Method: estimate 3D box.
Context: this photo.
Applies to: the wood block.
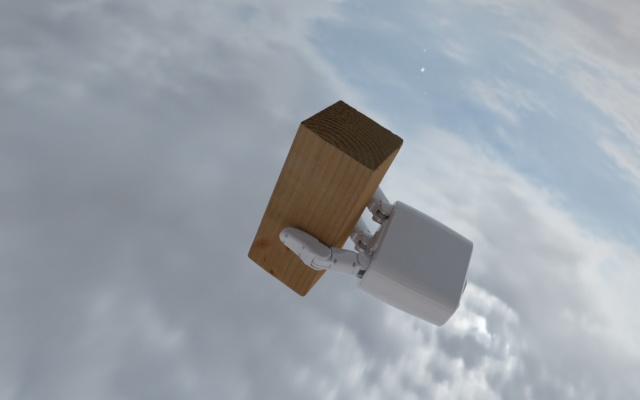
[{"bbox_3d":[0.000,0.002,0.555,0.090,0.206,0.090,35,38,11],"label":"wood block"}]
